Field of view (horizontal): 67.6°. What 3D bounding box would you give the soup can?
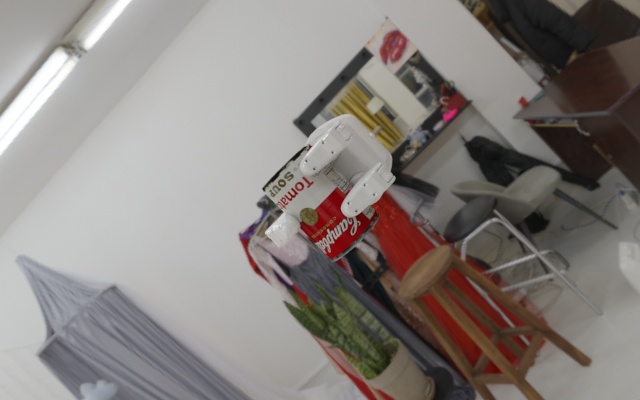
[{"bbox_3d":[0.000,0.002,0.478,0.068,0.102,0.068,-44,4,4],"label":"soup can"}]
